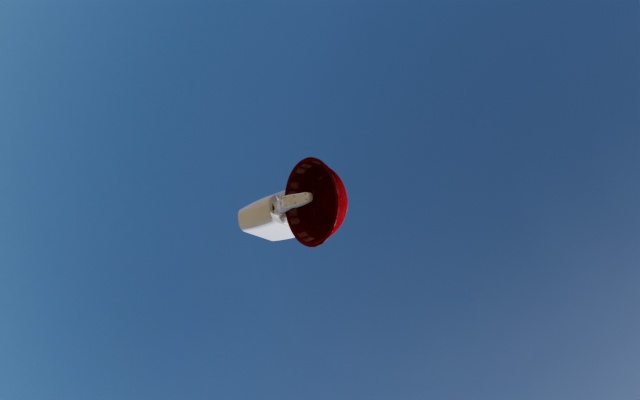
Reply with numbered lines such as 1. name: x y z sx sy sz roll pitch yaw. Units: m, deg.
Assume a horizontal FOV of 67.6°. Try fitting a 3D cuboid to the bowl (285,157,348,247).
1. bowl: 0.001 0.003 0.869 0.055 0.162 0.162 -1 0 -37
